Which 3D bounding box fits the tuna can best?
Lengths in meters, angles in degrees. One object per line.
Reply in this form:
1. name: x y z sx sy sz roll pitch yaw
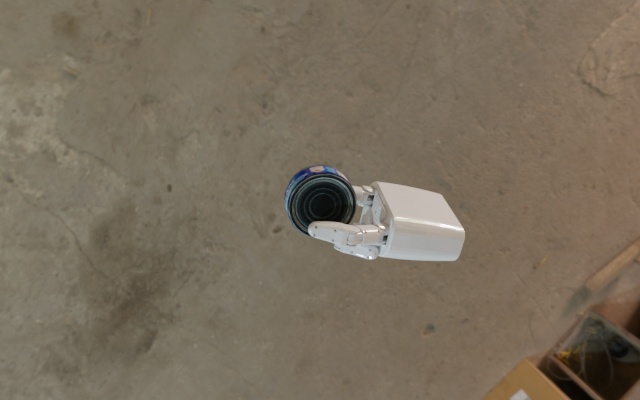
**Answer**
1. tuna can: 0.000 0.002 0.579 0.086 0.086 0.033 0 21 -11
